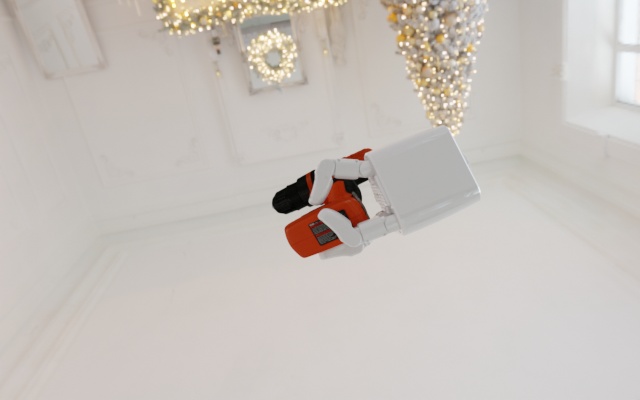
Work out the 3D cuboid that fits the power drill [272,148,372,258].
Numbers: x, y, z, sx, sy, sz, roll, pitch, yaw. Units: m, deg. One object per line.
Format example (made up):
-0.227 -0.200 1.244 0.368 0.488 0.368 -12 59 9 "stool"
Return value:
0.000 0.002 0.676 0.184 0.057 0.187 -26 22 16 "power drill"
